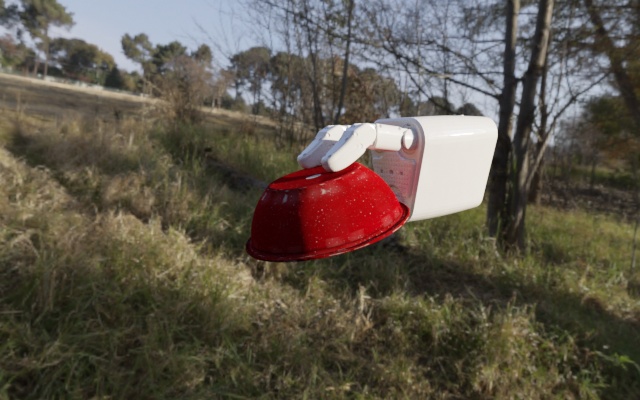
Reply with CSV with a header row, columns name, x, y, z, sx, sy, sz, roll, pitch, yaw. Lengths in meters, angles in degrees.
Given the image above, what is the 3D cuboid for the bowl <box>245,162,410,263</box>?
name,x,y,z,sx,sy,sz,roll,pitch,yaw
bowl,-0.001,0.002,0.455,0.162,0.055,0.162,-13,14,3
